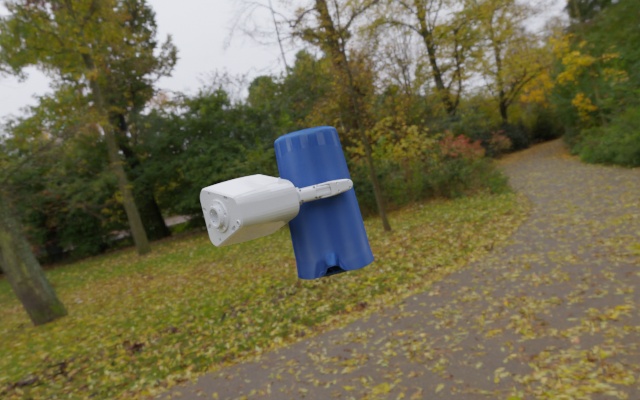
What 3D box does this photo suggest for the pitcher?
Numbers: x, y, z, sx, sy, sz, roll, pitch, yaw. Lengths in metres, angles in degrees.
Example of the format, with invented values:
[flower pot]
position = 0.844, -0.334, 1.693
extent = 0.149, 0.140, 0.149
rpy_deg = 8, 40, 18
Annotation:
[pitcher]
position = 0.000, 0.003, 0.818
extent = 0.145, 0.243, 0.149
rpy_deg = -16, 4, -40
